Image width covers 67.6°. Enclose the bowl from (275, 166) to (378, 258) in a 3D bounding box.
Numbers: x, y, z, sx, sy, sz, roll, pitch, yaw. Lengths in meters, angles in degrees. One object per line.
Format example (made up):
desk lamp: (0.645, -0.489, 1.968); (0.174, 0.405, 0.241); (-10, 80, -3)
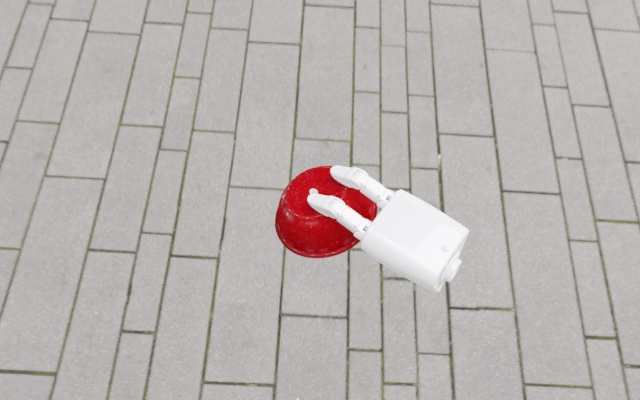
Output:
bowl: (-0.001, 0.002, 0.704); (0.162, 0.162, 0.055); (0, -35, 20)
